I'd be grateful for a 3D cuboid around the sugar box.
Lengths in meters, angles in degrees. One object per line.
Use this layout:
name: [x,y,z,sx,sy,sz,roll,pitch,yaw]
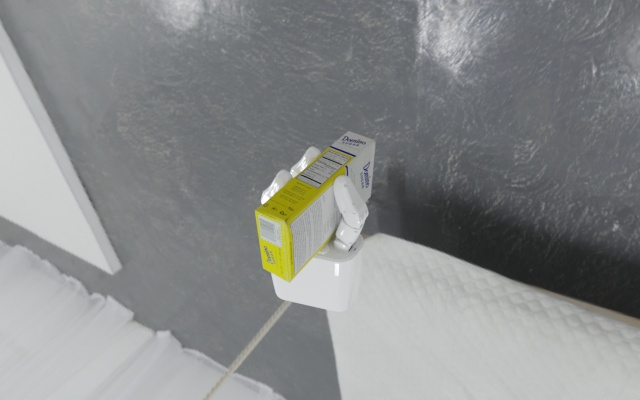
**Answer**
sugar box: [0.000,0.002,0.553,0.048,0.093,0.176,23,46,24]
